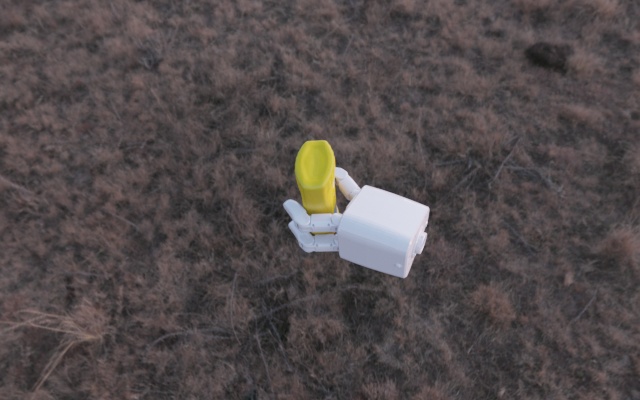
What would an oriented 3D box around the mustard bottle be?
[{"bbox_3d":[0.000,0.002,0.754,0.058,0.096,0.192,-3,-37,4],"label":"mustard bottle"}]
